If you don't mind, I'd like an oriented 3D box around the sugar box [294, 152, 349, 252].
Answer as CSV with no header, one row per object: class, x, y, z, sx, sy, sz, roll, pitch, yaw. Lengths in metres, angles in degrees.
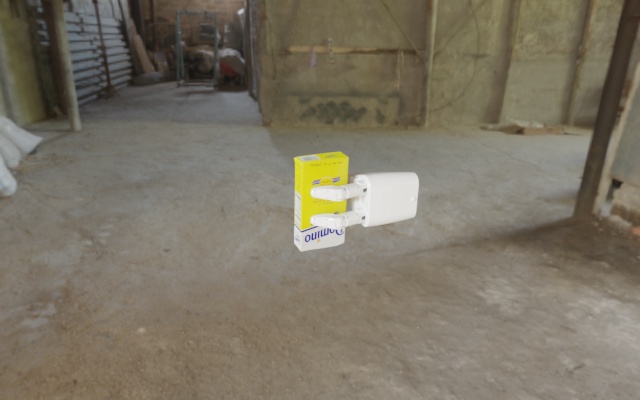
sugar box,0.000,0.003,0.882,0.093,0.176,0.048,-8,22,-21
